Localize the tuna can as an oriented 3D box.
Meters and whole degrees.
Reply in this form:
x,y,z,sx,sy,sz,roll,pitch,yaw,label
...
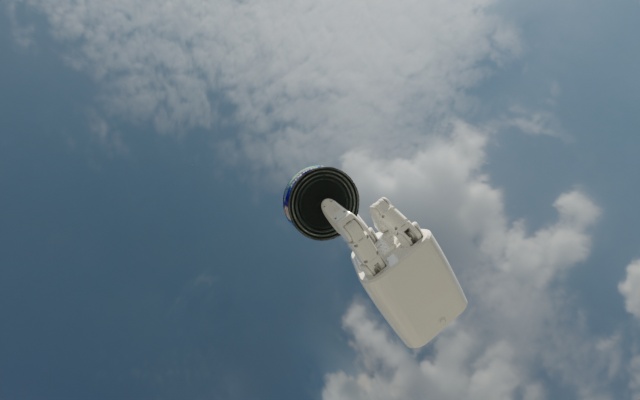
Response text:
x,y,z,sx,sy,sz,roll,pitch,yaw,label
0.000,0.002,0.559,0.086,0.086,0.033,0,9,-18,tuna can
